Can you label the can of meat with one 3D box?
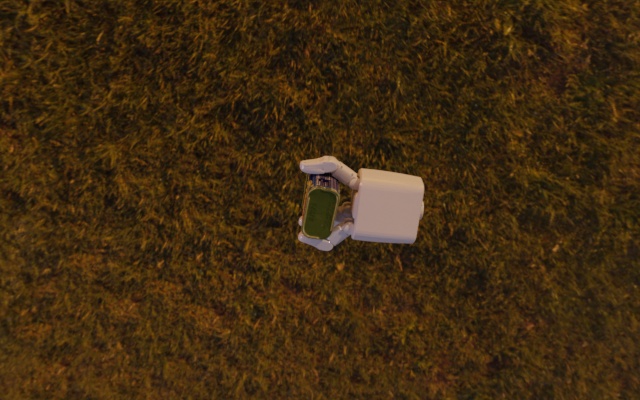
[{"bbox_3d":[0.000,0.003,0.792,0.057,0.102,0.084,8,30,-4],"label":"can of meat"}]
